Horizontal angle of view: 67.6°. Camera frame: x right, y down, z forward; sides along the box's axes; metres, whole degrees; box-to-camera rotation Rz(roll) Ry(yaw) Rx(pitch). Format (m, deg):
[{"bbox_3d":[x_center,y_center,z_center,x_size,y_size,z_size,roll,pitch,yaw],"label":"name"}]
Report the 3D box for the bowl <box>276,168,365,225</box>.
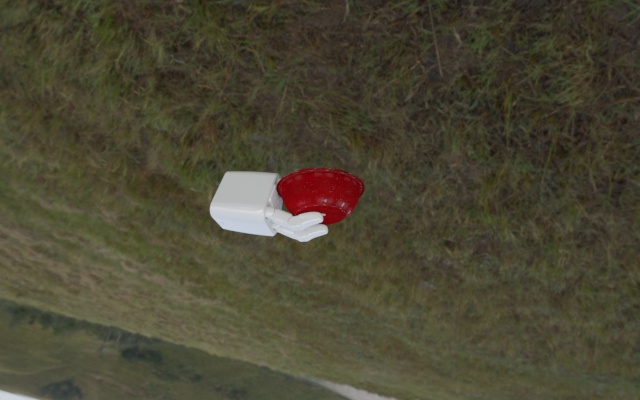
[{"bbox_3d":[0.001,0.003,0.859,0.162,0.055,0.162,0,-25,0],"label":"bowl"}]
